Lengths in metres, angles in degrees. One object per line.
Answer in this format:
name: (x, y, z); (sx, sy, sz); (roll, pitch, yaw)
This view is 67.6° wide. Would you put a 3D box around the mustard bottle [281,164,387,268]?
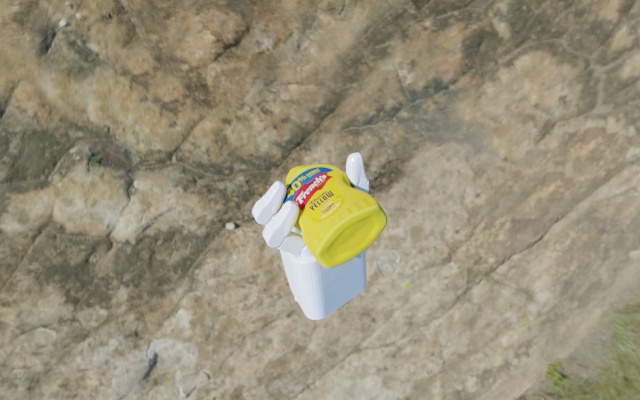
mustard bottle: (0.000, 0.002, 0.614); (0.096, 0.058, 0.191); (-39, 35, -2)
